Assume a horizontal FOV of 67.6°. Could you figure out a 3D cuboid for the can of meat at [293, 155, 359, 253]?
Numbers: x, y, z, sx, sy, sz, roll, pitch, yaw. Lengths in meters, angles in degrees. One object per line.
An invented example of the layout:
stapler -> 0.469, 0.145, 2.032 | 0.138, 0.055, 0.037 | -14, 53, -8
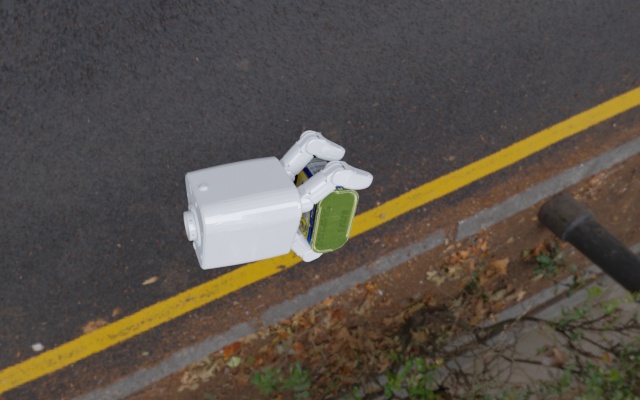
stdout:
can of meat -> 0.000, 0.002, 0.591 | 0.057, 0.102, 0.084 | -9, 41, -23
